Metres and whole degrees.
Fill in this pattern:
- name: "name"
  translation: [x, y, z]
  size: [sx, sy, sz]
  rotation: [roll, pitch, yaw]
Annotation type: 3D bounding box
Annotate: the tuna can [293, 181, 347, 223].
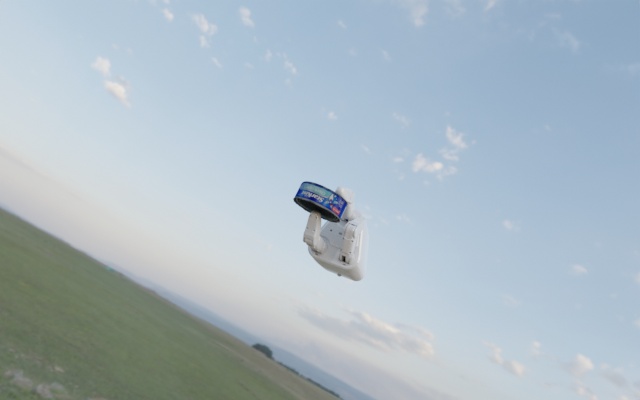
- name: "tuna can"
  translation: [0.000, 0.002, 0.787]
  size: [0.086, 0.033, 0.086]
  rotation: [25, -13, 6]
